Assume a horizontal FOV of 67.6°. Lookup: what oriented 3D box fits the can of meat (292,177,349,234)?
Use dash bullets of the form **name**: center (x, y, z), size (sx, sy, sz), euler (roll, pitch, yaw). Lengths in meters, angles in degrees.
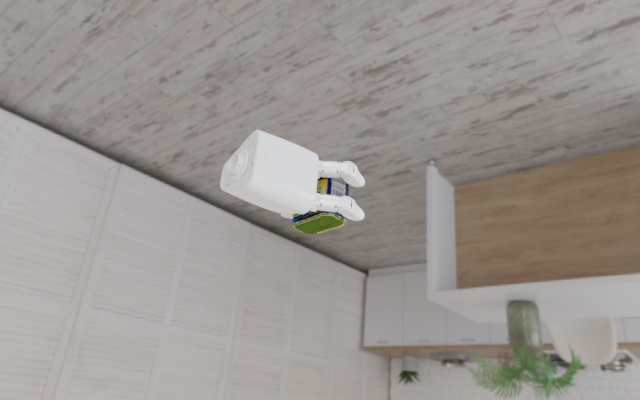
- **can of meat**: center (0.000, 0.003, 0.770), size (0.057, 0.084, 0.102), euler (23, -30, -35)
